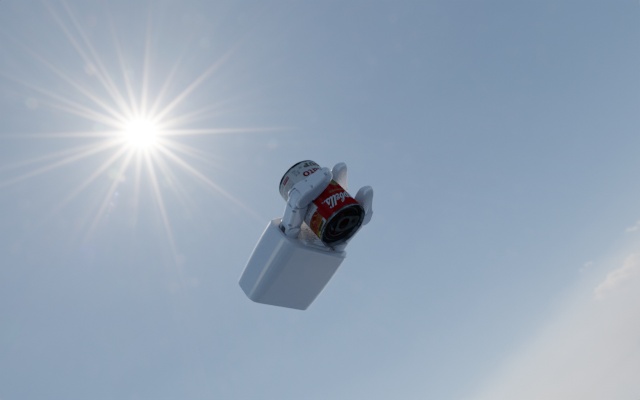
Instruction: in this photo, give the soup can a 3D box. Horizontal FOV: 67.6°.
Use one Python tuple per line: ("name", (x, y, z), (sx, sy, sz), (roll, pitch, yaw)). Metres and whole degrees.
("soup can", (0.000, 0.001, 0.621), (0.068, 0.068, 0.102), (0, 37, -46))
